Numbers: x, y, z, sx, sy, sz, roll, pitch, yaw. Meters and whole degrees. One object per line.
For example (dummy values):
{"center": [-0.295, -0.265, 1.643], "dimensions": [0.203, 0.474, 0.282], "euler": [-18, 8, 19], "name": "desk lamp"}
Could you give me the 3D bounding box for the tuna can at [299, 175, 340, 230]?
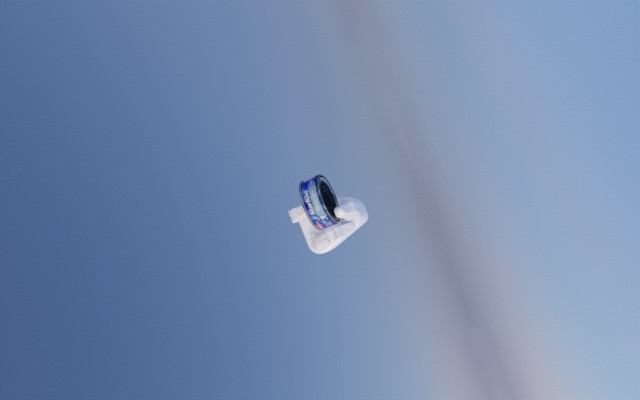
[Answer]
{"center": [0.001, 0.002, 0.768], "dimensions": [0.034, 0.086, 0.086], "euler": [-21, -7, 17], "name": "tuna can"}
